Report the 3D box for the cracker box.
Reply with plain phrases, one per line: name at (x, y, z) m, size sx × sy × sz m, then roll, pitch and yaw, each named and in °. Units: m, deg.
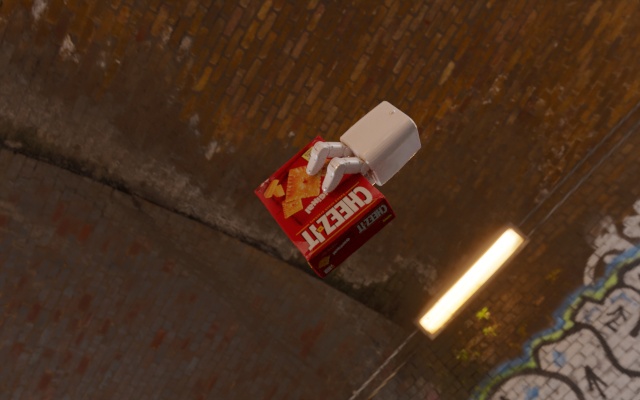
cracker box at (0.000, 0.003, 0.841) m, size 0.213 × 0.164 × 0.072 m, roll 48°, pitch -3°, yaw 42°
